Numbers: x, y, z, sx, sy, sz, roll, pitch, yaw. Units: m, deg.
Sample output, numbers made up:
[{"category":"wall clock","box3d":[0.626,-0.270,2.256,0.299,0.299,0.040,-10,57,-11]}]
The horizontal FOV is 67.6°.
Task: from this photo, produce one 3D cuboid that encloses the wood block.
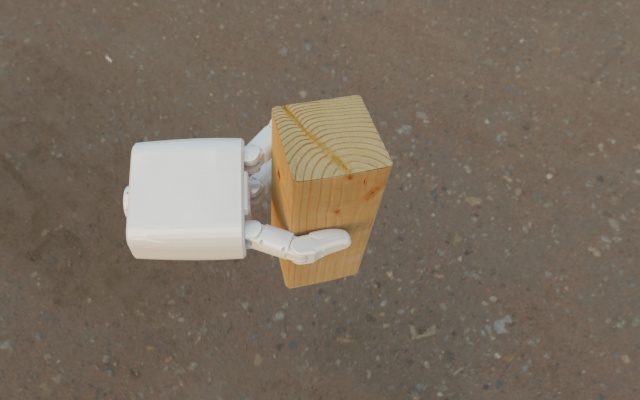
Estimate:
[{"category":"wood block","box3d":[0.000,0.002,0.503,0.090,0.090,0.206,-10,-33,-13]}]
